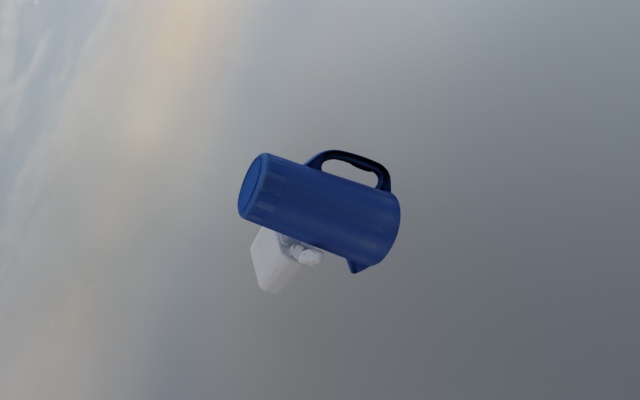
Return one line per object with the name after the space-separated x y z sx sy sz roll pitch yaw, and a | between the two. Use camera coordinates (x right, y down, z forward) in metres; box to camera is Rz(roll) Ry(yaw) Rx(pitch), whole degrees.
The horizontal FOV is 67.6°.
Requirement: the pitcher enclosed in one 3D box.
0.000 0.003 0.770 0.243 0.149 0.145 20 -48 -22 | pitcher
